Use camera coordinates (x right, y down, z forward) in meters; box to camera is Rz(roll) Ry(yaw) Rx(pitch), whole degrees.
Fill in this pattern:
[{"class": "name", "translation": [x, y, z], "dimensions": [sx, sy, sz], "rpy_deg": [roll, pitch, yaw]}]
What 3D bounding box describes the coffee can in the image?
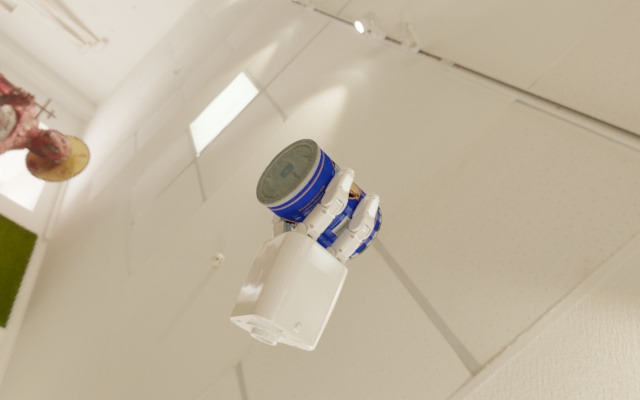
[{"class": "coffee can", "translation": [0.000, 0.002, 0.631], "dimensions": [0.103, 0.102, 0.140], "rpy_deg": [0, -35, 49]}]
